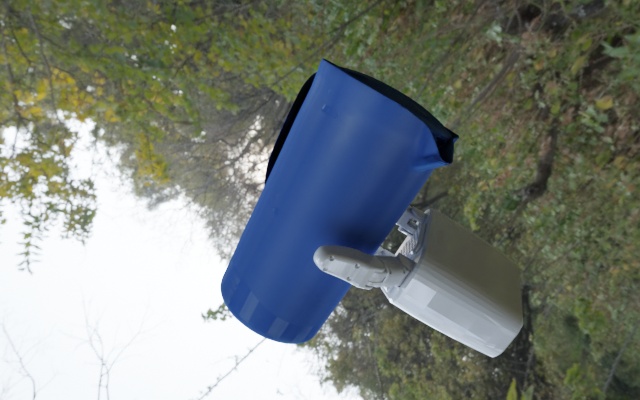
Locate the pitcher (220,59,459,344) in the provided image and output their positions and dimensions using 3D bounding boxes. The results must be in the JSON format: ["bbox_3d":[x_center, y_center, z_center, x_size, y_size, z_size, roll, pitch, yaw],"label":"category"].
[{"bbox_3d":[0.000,0.002,0.444,0.145,0.243,0.149,30,16,-2],"label":"pitcher"}]
